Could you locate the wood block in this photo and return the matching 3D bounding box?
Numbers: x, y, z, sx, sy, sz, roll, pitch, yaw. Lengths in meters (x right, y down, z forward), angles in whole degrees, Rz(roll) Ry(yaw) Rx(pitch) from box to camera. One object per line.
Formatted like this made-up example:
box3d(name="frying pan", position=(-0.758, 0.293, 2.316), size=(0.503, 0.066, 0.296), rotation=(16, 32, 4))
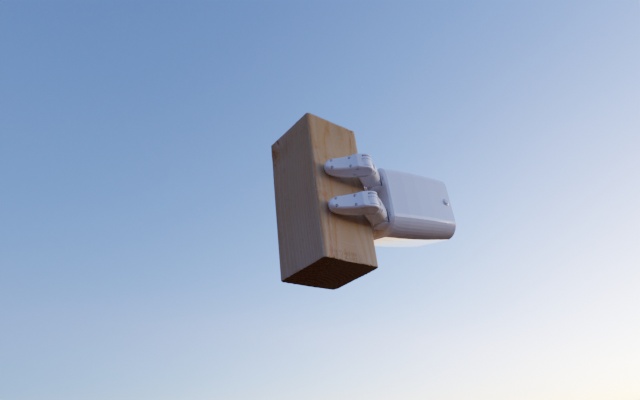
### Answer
box3d(name="wood block", position=(0.000, 0.002, 0.633), size=(0.090, 0.206, 0.091), rotation=(16, -36, -35))
